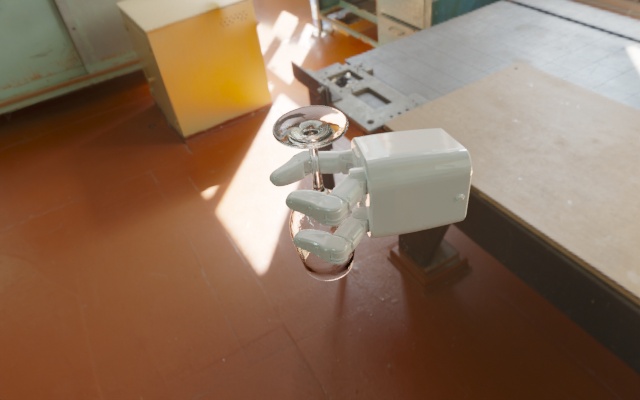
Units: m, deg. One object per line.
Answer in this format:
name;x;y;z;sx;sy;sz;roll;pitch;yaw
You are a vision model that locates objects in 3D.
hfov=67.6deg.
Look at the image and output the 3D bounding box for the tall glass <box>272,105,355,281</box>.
tall glass;0.000;0.001;0.526;0.079;0.201;0.079;-4;41;4
